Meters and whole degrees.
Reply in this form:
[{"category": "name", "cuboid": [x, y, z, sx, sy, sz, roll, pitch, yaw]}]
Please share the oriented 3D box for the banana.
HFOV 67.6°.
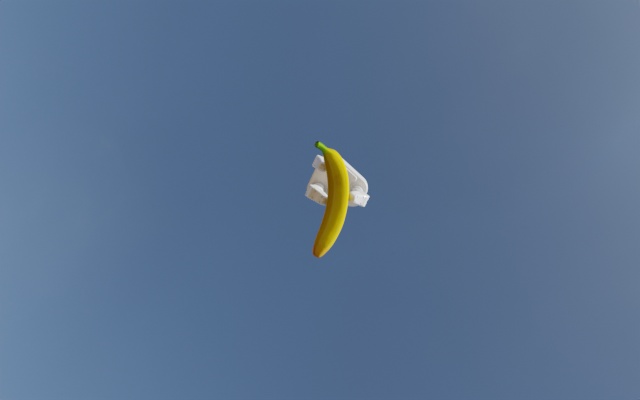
[{"category": "banana", "cuboid": [0.017, -0.002, 0.819, 0.069, 0.198, 0.037, -3, 8, -24]}]
